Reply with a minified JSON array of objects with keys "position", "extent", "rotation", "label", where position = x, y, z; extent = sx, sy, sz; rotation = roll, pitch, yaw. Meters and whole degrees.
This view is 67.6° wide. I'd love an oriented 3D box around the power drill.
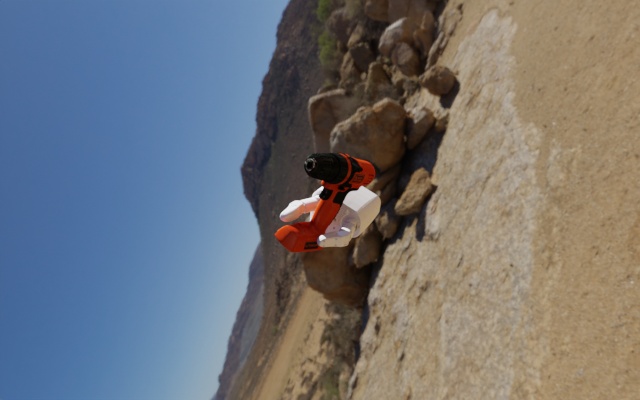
[{"position":[0.000,0.003,0.819],"extent":[0.057,0.188,0.184],"rotation":[45,22,28],"label":"power drill"}]
